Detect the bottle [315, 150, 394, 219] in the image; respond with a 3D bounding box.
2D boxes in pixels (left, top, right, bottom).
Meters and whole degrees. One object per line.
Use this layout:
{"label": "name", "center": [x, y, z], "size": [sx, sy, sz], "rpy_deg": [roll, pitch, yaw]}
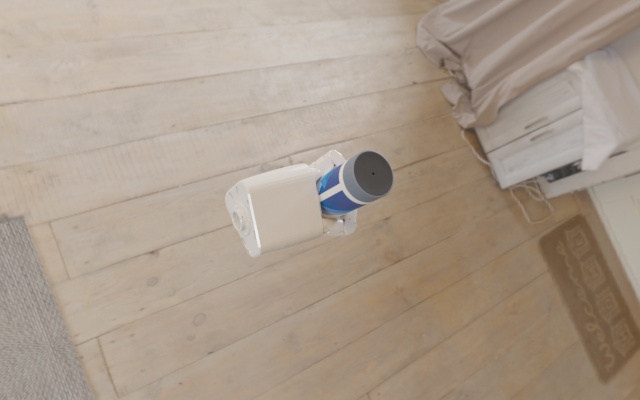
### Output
{"label": "bottle", "center": [0.000, 0.002, 0.750], "size": [0.069, 0.069, 0.296], "rpy_deg": [0, -15, -29]}
